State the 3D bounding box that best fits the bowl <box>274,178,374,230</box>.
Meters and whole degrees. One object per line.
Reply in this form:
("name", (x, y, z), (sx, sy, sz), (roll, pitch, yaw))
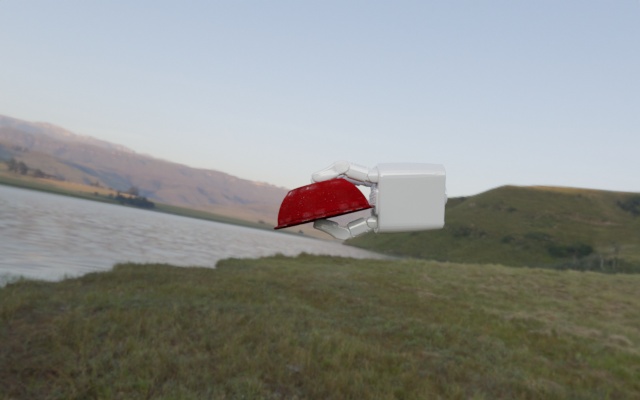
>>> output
("bowl", (-0.001, 0.002, 0.747), (0.162, 0.055, 0.162), (-13, -3, -1))
